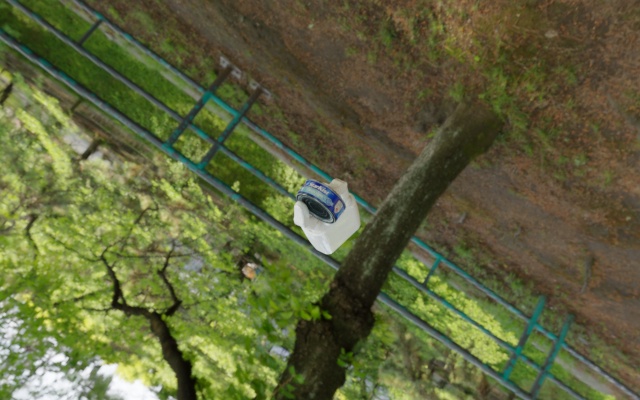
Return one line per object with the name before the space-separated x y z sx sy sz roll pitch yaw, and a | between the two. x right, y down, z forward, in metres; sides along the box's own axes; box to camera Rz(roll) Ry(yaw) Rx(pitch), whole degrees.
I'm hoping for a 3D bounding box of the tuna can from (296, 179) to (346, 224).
tuna can | 0.000 0.003 0.837 0.086 0.033 0.086 32 -20 13
